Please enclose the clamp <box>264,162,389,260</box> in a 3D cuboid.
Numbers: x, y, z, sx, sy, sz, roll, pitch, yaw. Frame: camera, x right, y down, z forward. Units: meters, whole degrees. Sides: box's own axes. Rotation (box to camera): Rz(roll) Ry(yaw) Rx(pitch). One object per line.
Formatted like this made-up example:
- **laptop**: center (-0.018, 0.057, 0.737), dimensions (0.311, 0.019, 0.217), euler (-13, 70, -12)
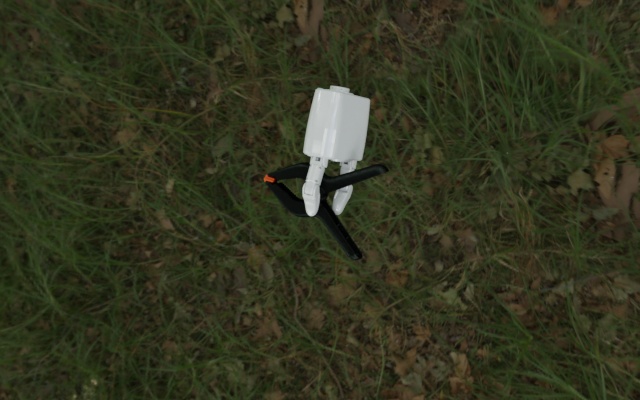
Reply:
- **clamp**: center (-0.001, 0.002, 0.804), dimensions (0.210, 0.164, 0.036), euler (13, 11, 20)
